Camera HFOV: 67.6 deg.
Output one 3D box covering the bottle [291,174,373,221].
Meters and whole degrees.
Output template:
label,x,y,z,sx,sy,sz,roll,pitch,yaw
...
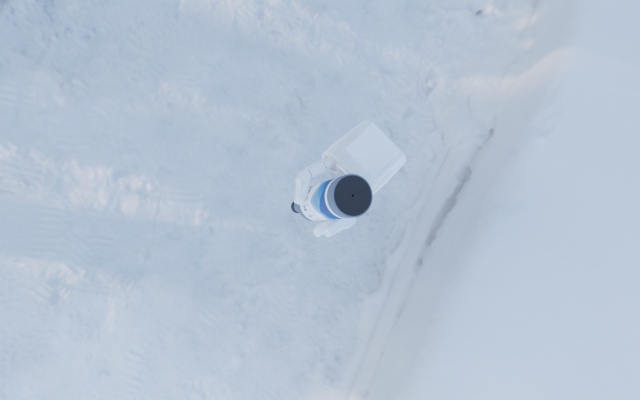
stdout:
label,x,y,z,sx,sy,sz,roll,pitch,yaw
bottle,0.000,0.003,0.856,0.069,0.069,0.296,0,-4,-19
